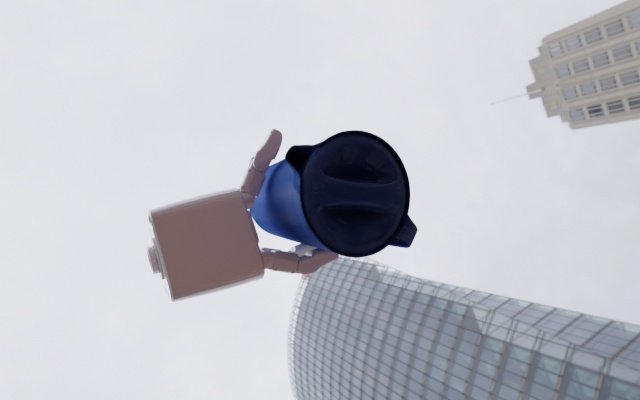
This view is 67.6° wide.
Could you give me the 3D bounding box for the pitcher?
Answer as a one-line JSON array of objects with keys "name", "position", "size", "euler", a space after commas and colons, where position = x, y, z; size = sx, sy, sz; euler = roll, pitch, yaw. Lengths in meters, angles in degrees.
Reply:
[{"name": "pitcher", "position": [0.000, 0.002, 0.604], "size": [0.145, 0.149, 0.243], "euler": [-17, 6, -24]}]
